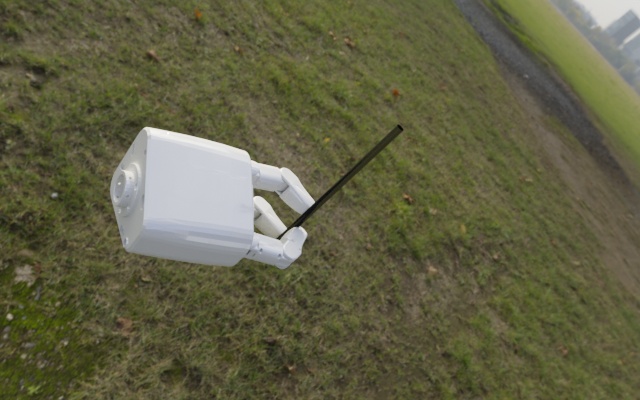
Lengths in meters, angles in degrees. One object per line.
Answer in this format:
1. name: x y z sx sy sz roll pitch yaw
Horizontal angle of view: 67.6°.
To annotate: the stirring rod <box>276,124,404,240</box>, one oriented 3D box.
1. stirring rod: 0.000 0.002 0.507 0.011 0.011 0.240 0 -35 -48
